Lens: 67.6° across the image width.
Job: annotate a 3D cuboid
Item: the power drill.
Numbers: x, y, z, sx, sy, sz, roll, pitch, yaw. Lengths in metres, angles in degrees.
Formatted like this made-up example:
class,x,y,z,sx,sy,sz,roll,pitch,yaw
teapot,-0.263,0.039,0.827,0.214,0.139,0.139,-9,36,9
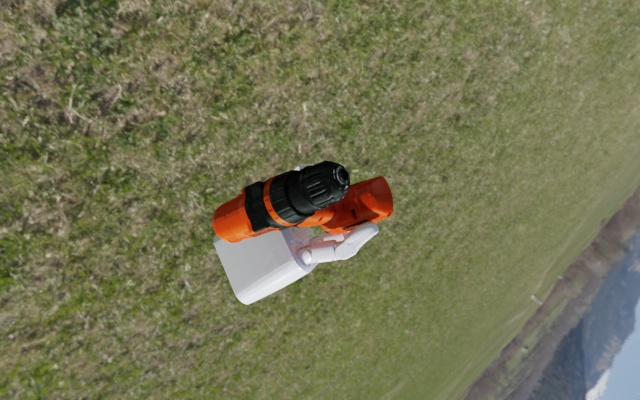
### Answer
class,x,y,z,sx,sy,sz,roll,pitch,yaw
power drill,0.000,0.002,0.536,0.184,0.057,0.187,-19,-14,40
